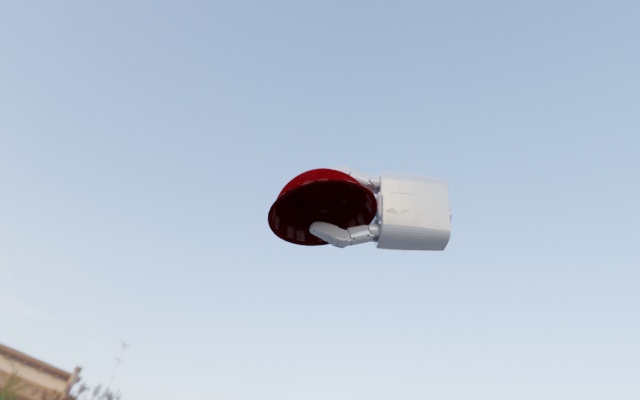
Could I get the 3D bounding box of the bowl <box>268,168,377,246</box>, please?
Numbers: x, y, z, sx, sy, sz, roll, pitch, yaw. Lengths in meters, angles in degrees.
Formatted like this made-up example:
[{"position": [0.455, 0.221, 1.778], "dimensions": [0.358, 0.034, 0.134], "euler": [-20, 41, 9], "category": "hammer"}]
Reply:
[{"position": [-0.001, 0.002, 0.708], "dimensions": [0.162, 0.055, 0.162], "euler": [-7, -37, -5], "category": "bowl"}]
